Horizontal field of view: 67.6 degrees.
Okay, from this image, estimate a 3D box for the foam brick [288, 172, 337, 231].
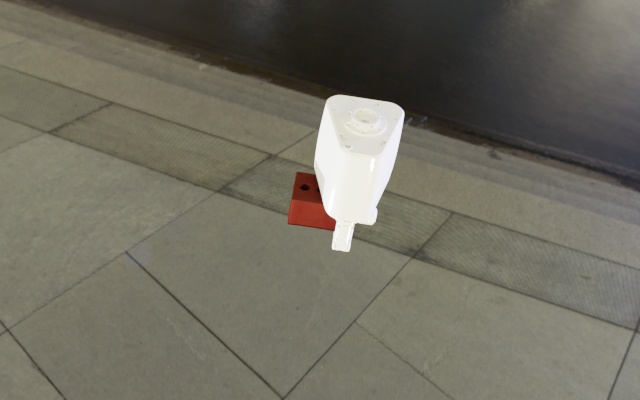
[{"bbox_3d":[0.000,0.002,0.624,0.078,0.053,0.051,8,-42,0],"label":"foam brick"}]
